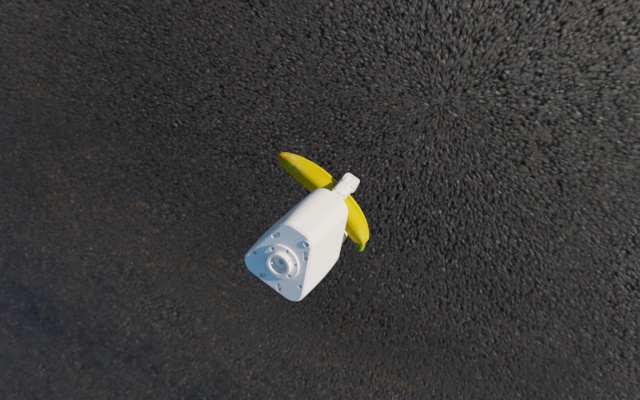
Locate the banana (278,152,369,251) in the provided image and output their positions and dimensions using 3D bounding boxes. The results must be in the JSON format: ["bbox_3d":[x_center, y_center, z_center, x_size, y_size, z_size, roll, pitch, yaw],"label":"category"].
[{"bbox_3d":[0.012,-0.001,0.708,0.037,0.198,0.070,-45,8,-39],"label":"banana"}]
